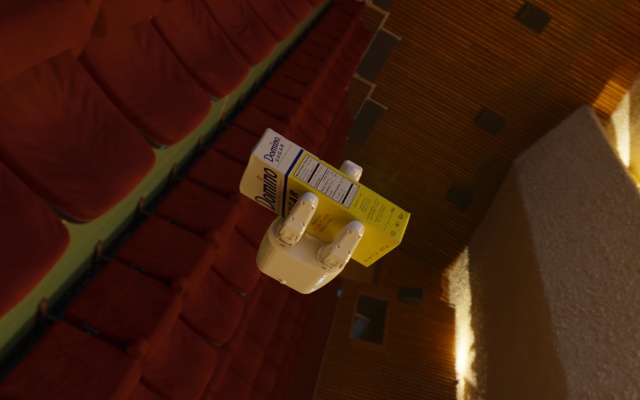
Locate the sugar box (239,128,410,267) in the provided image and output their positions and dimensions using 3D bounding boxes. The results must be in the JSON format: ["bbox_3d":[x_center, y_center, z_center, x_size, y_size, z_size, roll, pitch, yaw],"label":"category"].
[{"bbox_3d":[0.000,0.002,0.522,0.176,0.048,0.093,28,-29,-4],"label":"sugar box"}]
